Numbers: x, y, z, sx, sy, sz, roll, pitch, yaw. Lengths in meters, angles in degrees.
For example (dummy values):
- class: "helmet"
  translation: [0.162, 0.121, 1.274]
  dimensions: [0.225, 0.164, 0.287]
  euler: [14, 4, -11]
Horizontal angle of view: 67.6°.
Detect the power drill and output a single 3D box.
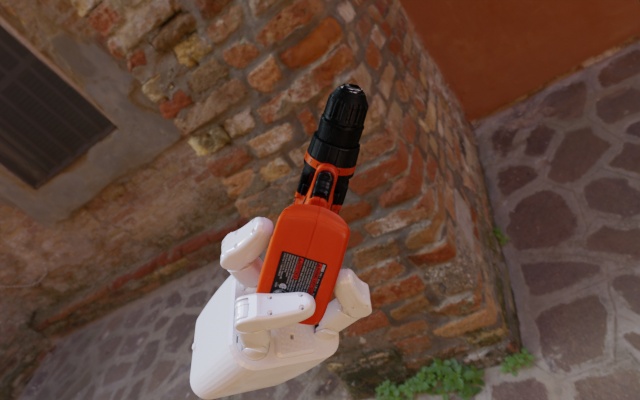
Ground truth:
- class: "power drill"
  translation: [0.000, 0.002, 0.426]
  dimensions: [0.057, 0.184, 0.187]
  euler: [16, 27, 1]
